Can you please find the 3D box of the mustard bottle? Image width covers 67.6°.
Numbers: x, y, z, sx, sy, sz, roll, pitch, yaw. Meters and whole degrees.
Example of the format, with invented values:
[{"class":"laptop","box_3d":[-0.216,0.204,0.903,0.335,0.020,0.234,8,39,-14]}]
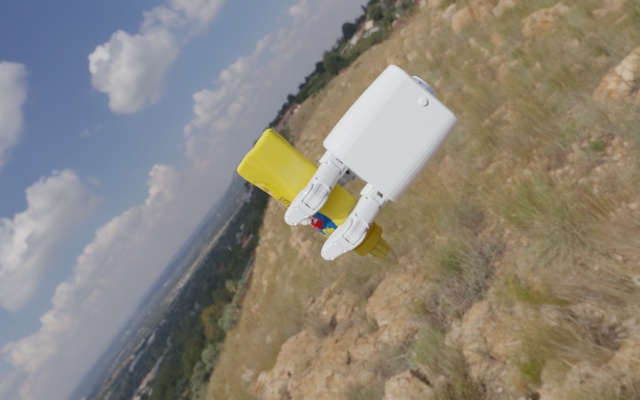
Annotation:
[{"class":"mustard bottle","box_3d":[0.000,0.002,0.534,0.191,0.058,0.096,38,-15,-9]}]
